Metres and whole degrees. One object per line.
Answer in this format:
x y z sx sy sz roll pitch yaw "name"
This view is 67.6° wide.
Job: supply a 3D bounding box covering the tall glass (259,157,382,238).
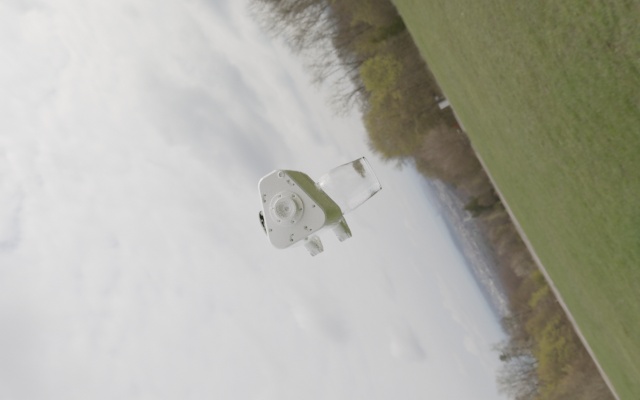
0.000 0.003 0.797 0.201 0.079 0.079 -29 -6 11 "tall glass"
